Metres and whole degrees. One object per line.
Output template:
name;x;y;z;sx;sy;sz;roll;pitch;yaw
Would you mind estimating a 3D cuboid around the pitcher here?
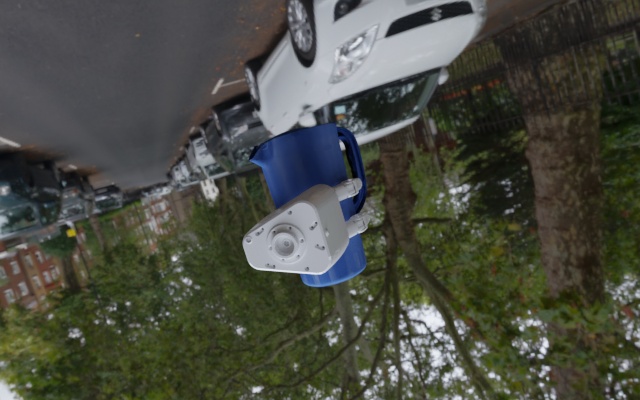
pitcher;0.000;0.003;0.759;0.149;0.243;0.145;-15;7;14
